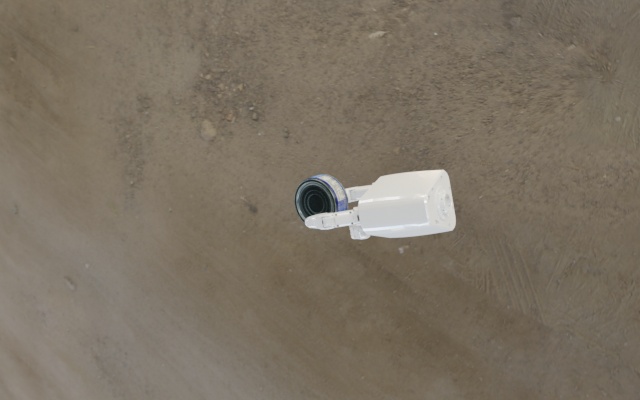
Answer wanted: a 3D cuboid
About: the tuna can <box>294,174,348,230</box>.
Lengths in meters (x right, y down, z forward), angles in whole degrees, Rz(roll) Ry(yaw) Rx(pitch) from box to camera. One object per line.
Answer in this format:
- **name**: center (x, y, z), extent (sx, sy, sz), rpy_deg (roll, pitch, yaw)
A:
- **tuna can**: center (0.000, 0.003, 0.763), extent (0.086, 0.086, 0.033), rpy_deg (0, 13, 37)
